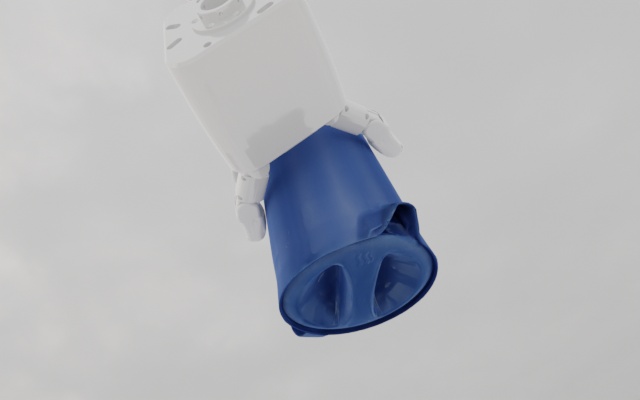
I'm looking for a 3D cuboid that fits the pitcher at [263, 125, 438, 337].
[{"bbox_3d":[0.000,0.001,0.467,0.149,0.242,0.145,-24,-43,6],"label":"pitcher"}]
